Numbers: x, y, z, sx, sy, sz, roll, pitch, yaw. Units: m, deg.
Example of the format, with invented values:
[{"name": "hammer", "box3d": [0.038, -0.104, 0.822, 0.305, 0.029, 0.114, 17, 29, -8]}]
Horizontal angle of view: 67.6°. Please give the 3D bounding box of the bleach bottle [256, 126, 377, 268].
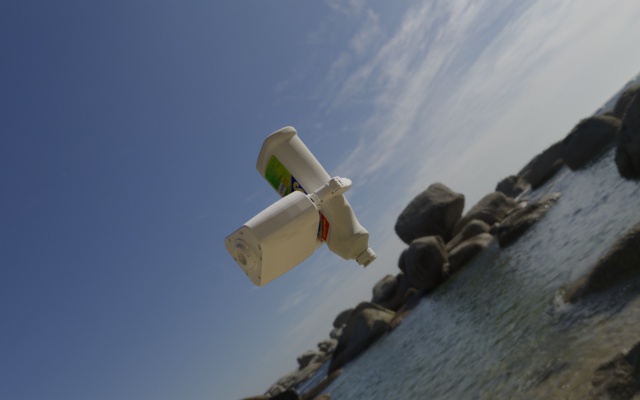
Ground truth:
[{"name": "bleach bottle", "box3d": [0.000, 0.003, 0.773, 0.068, 0.250, 0.103, -33, -16, -35]}]
